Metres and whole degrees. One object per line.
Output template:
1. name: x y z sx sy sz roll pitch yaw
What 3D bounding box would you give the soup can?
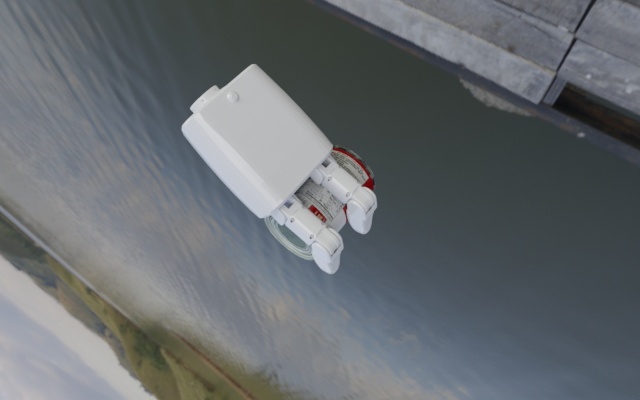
1. soup can: 0.000 0.002 0.486 0.102 0.068 0.068 -48 25 -24
